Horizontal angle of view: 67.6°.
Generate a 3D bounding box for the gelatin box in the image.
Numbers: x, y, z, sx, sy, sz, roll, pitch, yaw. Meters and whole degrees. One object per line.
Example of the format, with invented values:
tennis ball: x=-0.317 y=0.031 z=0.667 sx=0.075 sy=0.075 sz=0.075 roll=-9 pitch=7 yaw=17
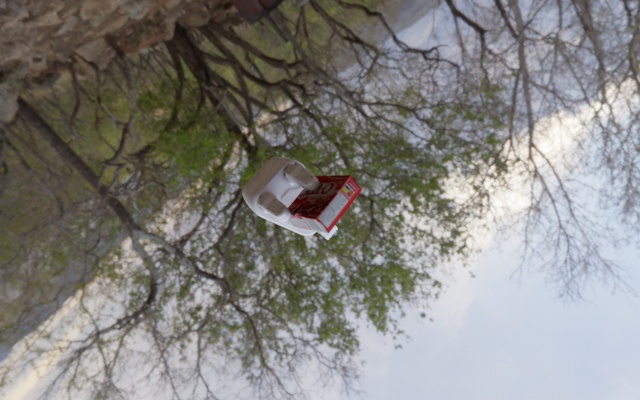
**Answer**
gelatin box: x=0.001 y=0.002 z=0.611 sx=0.030 sy=0.073 sz=0.089 roll=48 pitch=-21 yaw=-24
